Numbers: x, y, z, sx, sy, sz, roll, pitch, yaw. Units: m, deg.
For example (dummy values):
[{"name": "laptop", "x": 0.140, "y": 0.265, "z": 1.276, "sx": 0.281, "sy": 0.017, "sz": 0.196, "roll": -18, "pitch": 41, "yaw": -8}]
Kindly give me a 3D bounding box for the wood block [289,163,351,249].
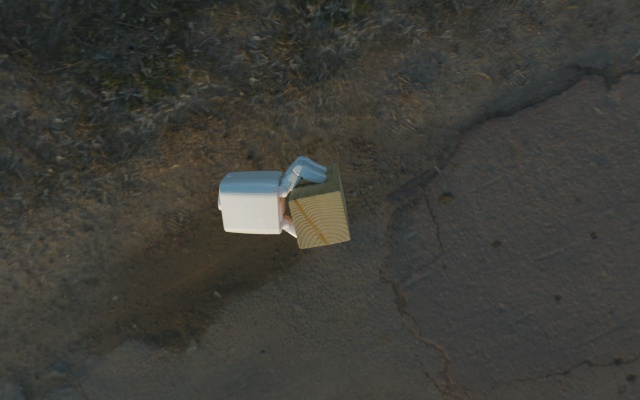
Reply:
[{"name": "wood block", "x": 0.000, "y": 0.003, "z": 0.886, "sx": 0.090, "sy": 0.091, "sz": 0.206, "roll": -11, "pitch": 17, "yaw": 4}]
